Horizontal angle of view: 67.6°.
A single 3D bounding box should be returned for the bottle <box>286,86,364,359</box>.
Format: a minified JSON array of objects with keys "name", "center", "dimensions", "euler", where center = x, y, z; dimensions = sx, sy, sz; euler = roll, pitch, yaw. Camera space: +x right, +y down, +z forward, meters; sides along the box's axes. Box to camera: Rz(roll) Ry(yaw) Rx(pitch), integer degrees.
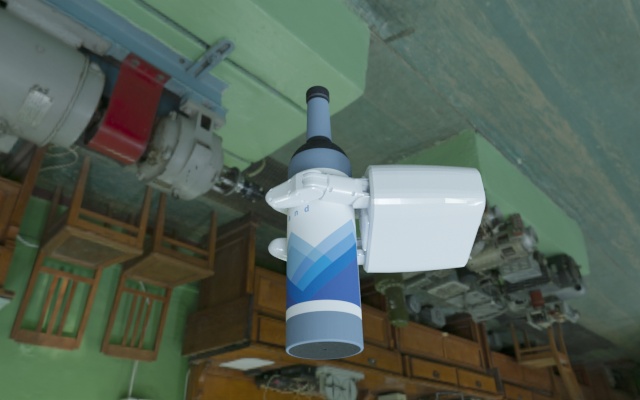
[{"name":"bottle","center":[0.000,0.002,0.481],"dimensions":[0.069,0.295,0.069],"euler":[-1,-31,-1]}]
